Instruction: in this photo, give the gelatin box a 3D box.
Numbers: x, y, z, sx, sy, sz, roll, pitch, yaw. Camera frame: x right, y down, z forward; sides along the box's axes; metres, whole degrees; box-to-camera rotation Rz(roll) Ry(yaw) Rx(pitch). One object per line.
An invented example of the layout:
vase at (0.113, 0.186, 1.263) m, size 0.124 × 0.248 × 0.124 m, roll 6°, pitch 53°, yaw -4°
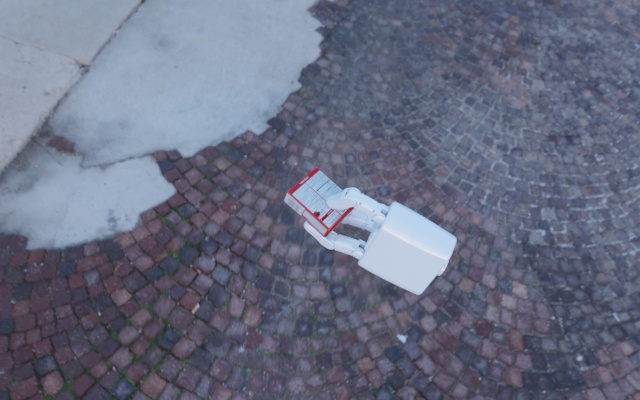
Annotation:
gelatin box at (0.000, 0.002, 0.740) m, size 0.073 × 0.089 × 0.030 m, roll -43°, pitch -9°, yaw -33°
